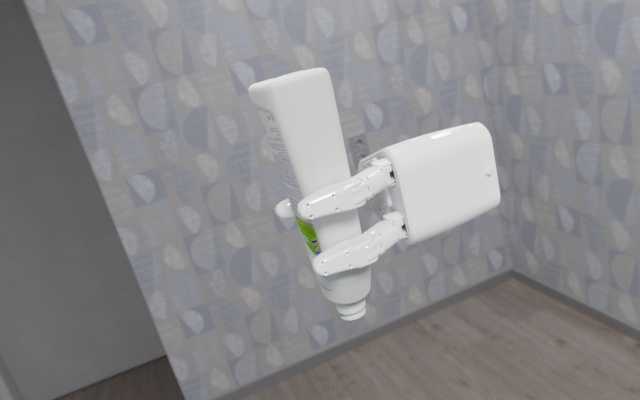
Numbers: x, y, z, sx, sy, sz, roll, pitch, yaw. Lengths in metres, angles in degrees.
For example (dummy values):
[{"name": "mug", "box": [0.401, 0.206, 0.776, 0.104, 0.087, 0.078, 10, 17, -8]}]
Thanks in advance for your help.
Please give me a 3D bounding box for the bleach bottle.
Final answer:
[{"name": "bleach bottle", "box": [0.000, 0.002, 0.475, 0.068, 0.251, 0.102, -20, 18, -13]}]
